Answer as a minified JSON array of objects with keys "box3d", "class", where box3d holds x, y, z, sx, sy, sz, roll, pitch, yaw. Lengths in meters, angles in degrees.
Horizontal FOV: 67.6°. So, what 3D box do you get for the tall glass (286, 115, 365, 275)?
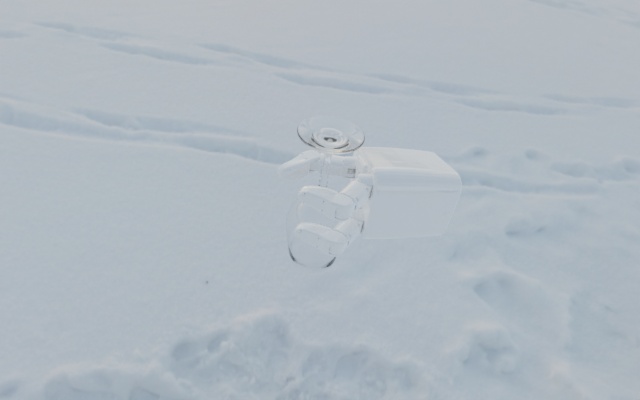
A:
[{"box3d":[0.000,0.001,0.580,0.079,0.201,0.079,5,41,-5],"class":"tall glass"}]
